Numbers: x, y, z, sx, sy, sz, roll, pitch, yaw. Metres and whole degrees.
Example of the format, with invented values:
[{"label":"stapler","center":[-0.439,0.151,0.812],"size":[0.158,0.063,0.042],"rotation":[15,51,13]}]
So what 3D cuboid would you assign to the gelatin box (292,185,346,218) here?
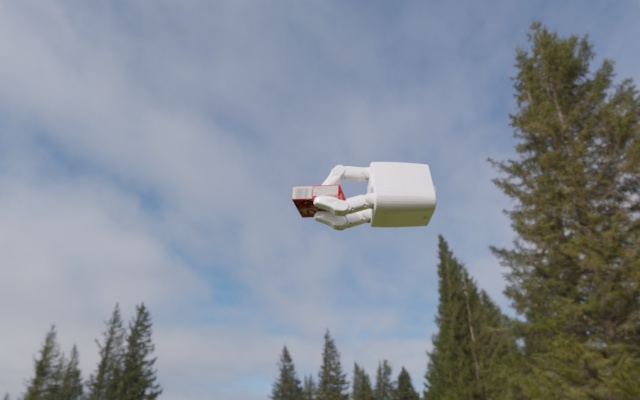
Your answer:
[{"label":"gelatin box","center":[0.000,0.002,0.862],"size":[0.089,0.030,0.073],"rotation":[-2,-29,13]}]
